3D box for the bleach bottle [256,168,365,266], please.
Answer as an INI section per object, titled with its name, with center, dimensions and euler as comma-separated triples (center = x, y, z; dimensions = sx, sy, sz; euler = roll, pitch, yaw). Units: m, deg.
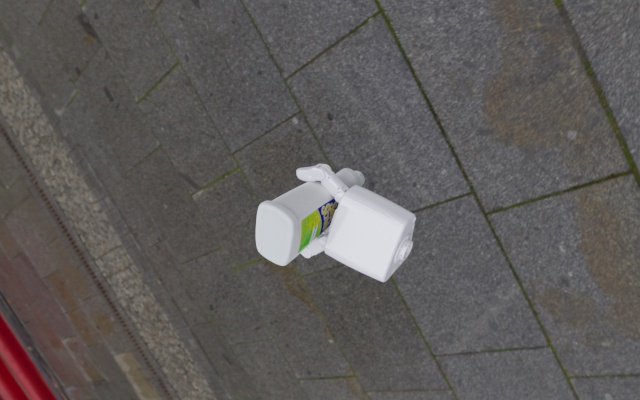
[bleach bottle]
center = 0.000, 0.003, 0.773
dimensions = 0.068, 0.103, 0.250
euler = 27, 38, 23
